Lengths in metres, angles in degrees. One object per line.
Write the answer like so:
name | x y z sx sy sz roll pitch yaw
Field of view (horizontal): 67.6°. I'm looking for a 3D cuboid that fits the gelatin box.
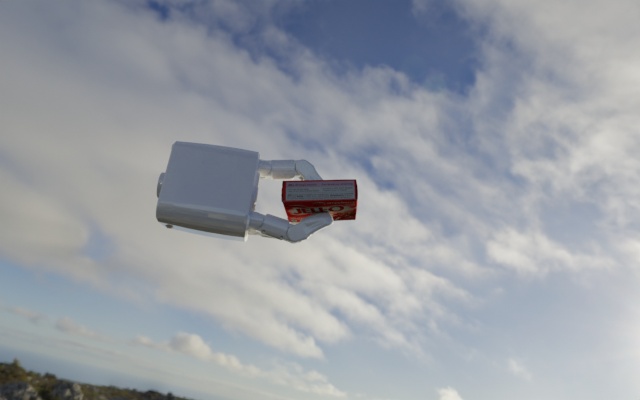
gelatin box | 0.000 0.001 0.582 0.089 0.030 0.073 -2 -21 2
